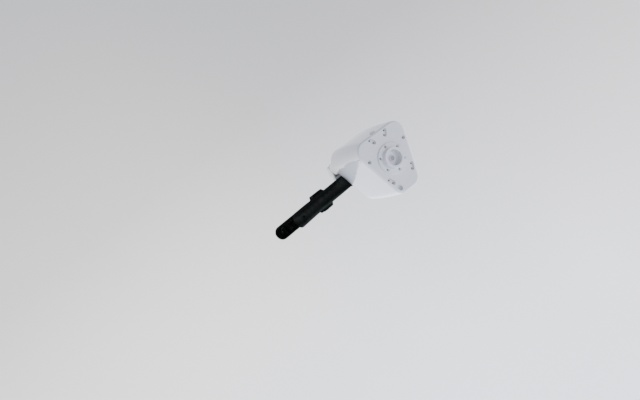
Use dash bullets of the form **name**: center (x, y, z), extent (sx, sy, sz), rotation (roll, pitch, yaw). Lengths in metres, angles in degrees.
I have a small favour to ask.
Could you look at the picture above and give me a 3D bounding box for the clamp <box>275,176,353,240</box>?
- **clamp**: center (0.001, 0.003, 0.803), extent (0.171, 0.039, 0.120), rotation (-42, 8, -16)
